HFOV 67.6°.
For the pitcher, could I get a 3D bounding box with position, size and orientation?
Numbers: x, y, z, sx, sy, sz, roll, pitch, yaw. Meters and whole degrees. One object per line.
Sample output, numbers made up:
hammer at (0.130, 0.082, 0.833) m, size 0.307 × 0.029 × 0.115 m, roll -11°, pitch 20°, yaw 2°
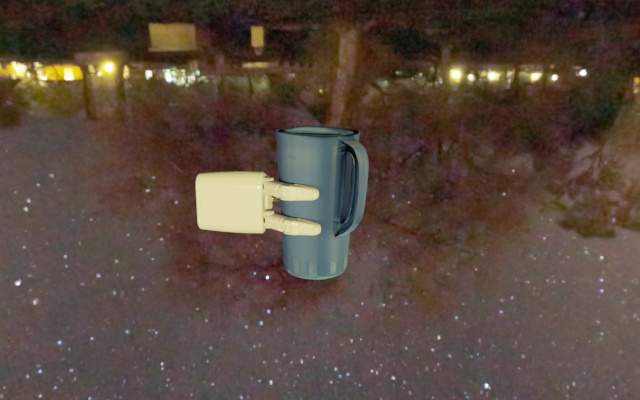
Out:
pitcher at (0.000, 0.003, 0.775) m, size 0.145 × 0.243 × 0.149 m, roll 2°, pitch 15°, yaw 3°
